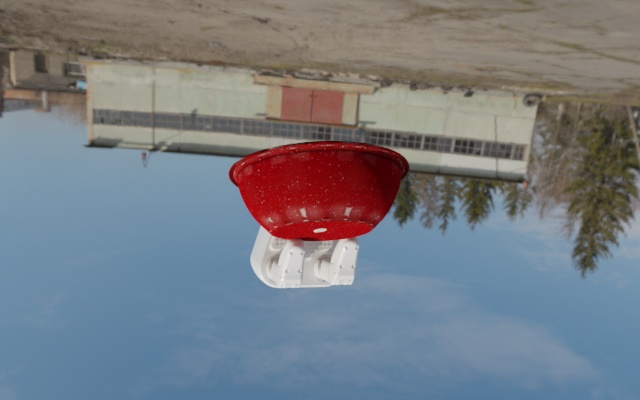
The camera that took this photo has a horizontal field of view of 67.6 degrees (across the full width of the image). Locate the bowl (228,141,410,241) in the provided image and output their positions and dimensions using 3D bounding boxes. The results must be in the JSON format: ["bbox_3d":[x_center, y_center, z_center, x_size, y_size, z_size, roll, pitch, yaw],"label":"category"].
[{"bbox_3d":[0.000,0.001,0.424,0.162,0.055,0.162,-2,-15,-1],"label":"bowl"}]
